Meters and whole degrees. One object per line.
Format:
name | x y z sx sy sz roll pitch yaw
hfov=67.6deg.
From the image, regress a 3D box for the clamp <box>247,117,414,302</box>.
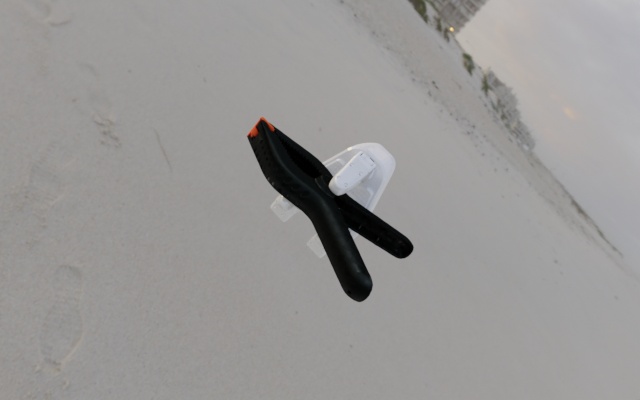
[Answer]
clamp | 0.000 0.001 0.462 0.036 0.210 0.164 -47 -5 21
